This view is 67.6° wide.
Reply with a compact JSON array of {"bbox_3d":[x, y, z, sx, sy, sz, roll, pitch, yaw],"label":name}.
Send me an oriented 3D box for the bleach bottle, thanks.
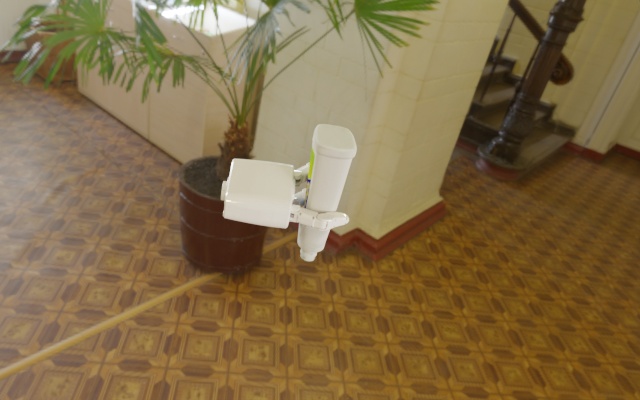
[{"bbox_3d":[0.000,0.003,0.820,0.068,0.251,0.102,8,30,-7],"label":"bleach bottle"}]
